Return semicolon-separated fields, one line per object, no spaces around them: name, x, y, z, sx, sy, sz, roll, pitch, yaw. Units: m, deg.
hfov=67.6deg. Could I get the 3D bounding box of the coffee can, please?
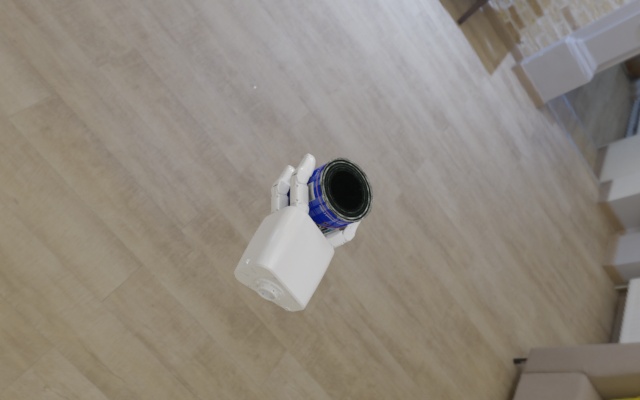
coffee can;0.000;0.002;0.769;0.103;0.102;0.140;0;-16;-38
